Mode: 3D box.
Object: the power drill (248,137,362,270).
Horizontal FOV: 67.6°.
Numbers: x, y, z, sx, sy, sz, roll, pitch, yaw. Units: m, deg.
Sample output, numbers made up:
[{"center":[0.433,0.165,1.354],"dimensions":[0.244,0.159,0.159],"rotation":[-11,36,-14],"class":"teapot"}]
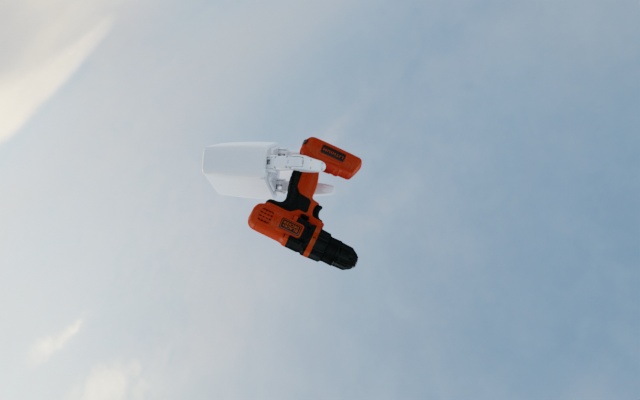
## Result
[{"center":[0.000,0.002,0.775],"dimensions":[0.184,0.187,0.057],"rotation":[26,-24,-2],"class":"power drill"}]
